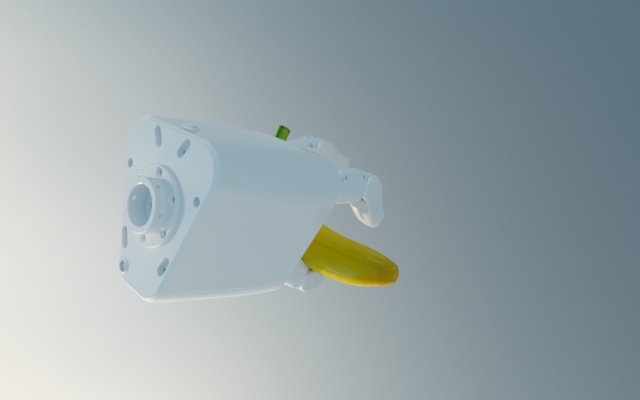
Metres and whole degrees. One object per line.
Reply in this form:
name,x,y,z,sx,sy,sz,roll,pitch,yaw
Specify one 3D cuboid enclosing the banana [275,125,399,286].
banana,-0.014,0.012,0.415,0.037,0.069,0.197,23,25,-54
